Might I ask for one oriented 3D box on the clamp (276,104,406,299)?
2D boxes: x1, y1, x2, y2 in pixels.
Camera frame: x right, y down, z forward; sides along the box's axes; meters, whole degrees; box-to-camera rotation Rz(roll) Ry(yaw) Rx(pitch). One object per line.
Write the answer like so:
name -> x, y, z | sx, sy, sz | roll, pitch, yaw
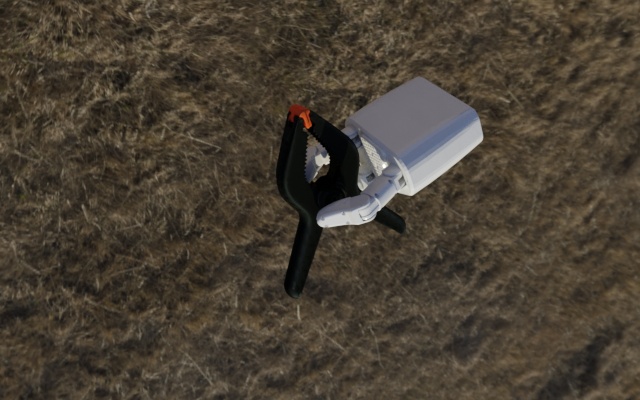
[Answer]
clamp -> 0.000, 0.001, 0.509 | 0.164, 0.210, 0.036 | -35, 35, -13
